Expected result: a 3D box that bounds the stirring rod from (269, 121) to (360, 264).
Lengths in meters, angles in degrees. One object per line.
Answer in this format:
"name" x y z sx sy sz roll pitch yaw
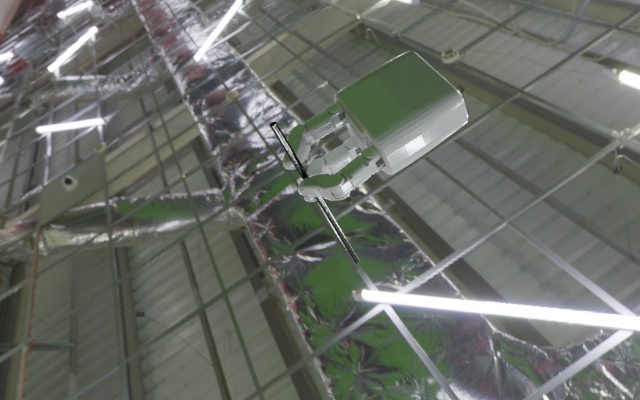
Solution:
"stirring rod" 0.000 0.002 0.558 0.011 0.011 0.240 0 -41 32
